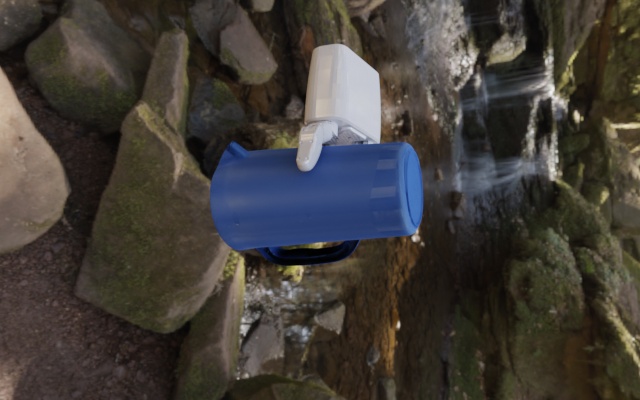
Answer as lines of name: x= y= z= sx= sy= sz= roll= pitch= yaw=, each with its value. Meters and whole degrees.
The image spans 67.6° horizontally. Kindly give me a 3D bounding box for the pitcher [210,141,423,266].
pitcher: x=0.000 y=0.002 z=0.598 sx=0.243 sy=0.145 sz=0.149 roll=-3 pitch=-15 yaw=23
